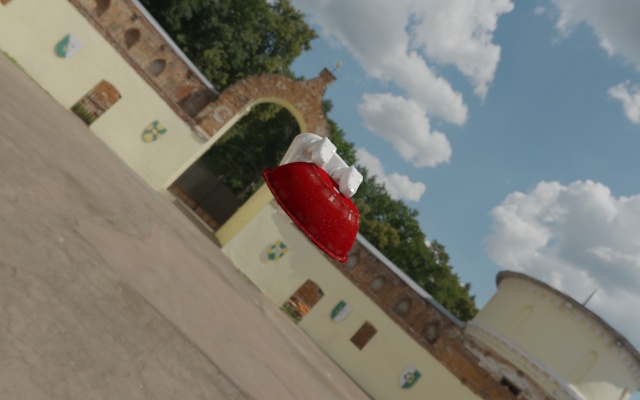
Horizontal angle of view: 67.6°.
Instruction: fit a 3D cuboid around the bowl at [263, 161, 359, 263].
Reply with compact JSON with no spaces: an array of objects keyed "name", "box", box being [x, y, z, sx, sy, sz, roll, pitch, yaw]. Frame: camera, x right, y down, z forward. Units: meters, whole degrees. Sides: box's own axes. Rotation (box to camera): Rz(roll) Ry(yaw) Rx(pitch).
[{"name":"bowl","box":[0.001,0.002,0.618,0.055,0.162,0.162,-41,-8,9]}]
